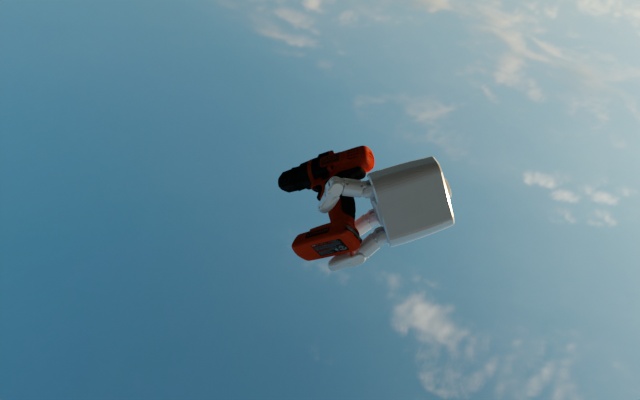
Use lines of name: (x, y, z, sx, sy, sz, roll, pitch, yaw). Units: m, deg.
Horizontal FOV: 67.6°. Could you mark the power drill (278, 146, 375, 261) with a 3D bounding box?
power drill: (0.000, 0.003, 0.789, 0.184, 0.187, 0.057, -17, -40, 27)
